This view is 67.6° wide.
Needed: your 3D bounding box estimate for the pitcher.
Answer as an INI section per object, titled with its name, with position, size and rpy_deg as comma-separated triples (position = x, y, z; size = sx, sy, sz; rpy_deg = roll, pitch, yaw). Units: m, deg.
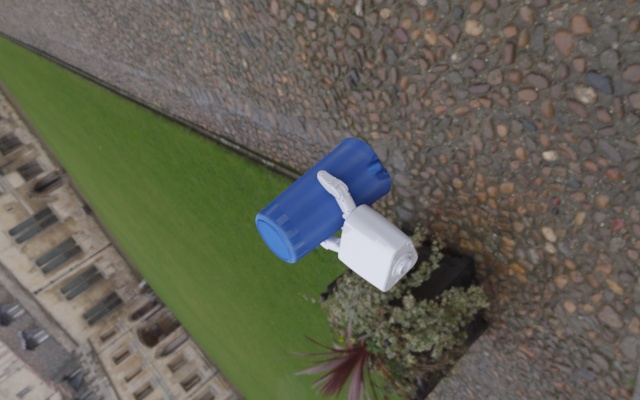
[pitcher]
position = 0.000, 0.003, 0.881
size = 0.242, 0.149, 0.145
rpy_deg = -38, 56, -24
